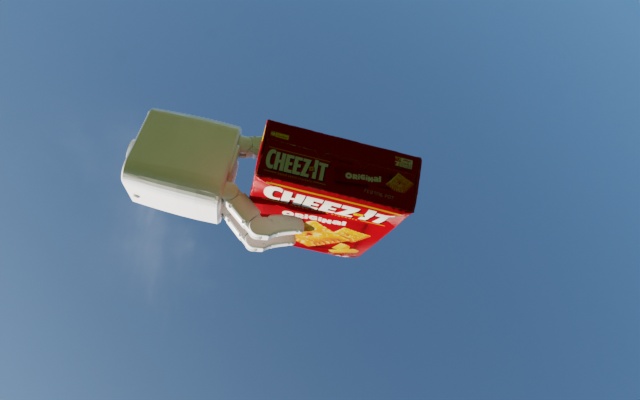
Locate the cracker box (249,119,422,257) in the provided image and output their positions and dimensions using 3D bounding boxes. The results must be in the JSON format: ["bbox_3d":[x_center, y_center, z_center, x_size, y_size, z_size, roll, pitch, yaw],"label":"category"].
[{"bbox_3d":[0.000,0.002,0.563,0.164,0.072,0.214,13,-20,-7],"label":"cracker box"}]
